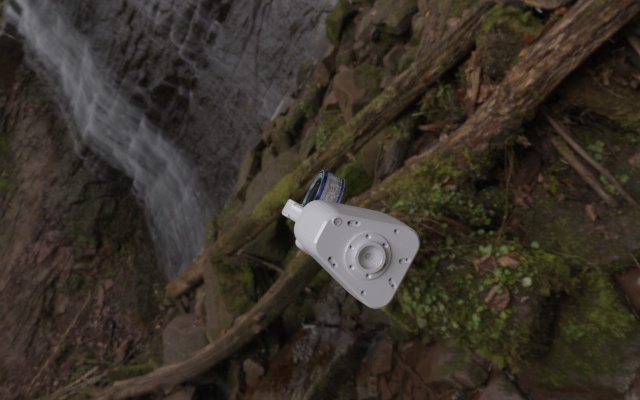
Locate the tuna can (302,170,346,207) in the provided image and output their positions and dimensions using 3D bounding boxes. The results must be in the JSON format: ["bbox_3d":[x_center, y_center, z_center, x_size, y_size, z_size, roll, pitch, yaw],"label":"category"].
[{"bbox_3d":[0.000,0.002,0.655,0.034,0.086,0.086,26,-5,-10],"label":"tuna can"}]
